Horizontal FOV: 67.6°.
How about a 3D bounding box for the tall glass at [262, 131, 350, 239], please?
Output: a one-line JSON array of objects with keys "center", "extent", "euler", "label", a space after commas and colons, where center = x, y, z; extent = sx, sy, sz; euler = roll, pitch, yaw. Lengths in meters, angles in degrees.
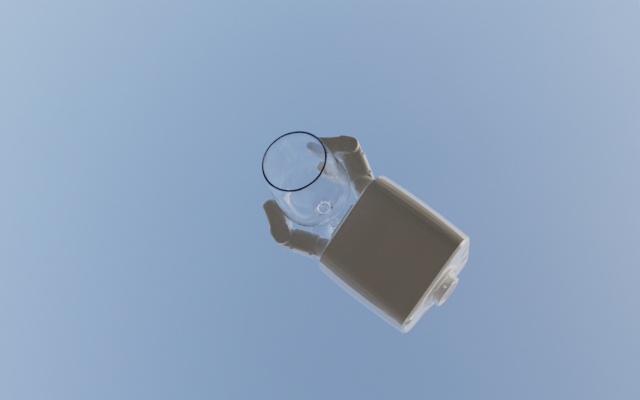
[{"center": [0.000, 0.002, 0.519], "extent": [0.079, 0.079, 0.201], "euler": [0, -23, 16], "label": "tall glass"}]
